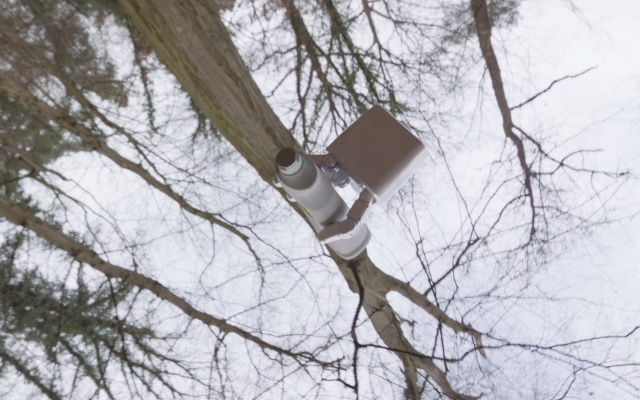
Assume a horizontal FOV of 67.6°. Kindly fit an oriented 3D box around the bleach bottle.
[{"bbox_3d":[0.000,0.002,0.704,0.102,0.068,0.251,42,-6,30],"label":"bleach bottle"}]
